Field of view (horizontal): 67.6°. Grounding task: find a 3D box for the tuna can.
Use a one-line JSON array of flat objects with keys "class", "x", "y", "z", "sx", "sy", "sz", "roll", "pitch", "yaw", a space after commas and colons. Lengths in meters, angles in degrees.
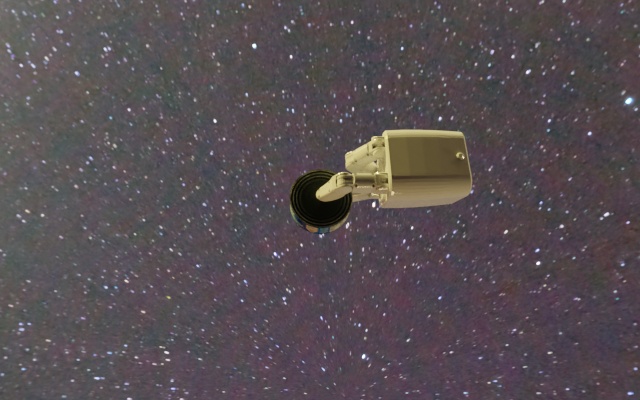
[{"class": "tuna can", "x": 0.000, "y": 0.002, "z": 0.660, "sx": 0.086, "sy": 0.086, "sz": 0.034, "roll": 0, "pitch": -22, "yaw": -3}]
